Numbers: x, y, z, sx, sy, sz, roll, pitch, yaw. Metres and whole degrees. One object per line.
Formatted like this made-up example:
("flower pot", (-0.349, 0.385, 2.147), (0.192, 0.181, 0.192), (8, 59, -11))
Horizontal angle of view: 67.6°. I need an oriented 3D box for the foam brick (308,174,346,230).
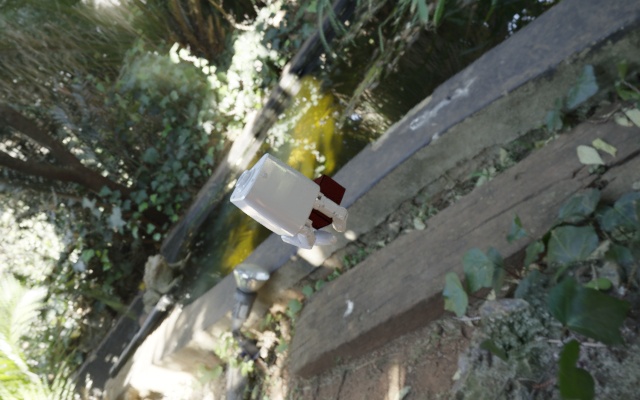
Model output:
("foam brick", (0.000, 0.003, 0.838), (0.051, 0.078, 0.053), (34, -31, -18))
